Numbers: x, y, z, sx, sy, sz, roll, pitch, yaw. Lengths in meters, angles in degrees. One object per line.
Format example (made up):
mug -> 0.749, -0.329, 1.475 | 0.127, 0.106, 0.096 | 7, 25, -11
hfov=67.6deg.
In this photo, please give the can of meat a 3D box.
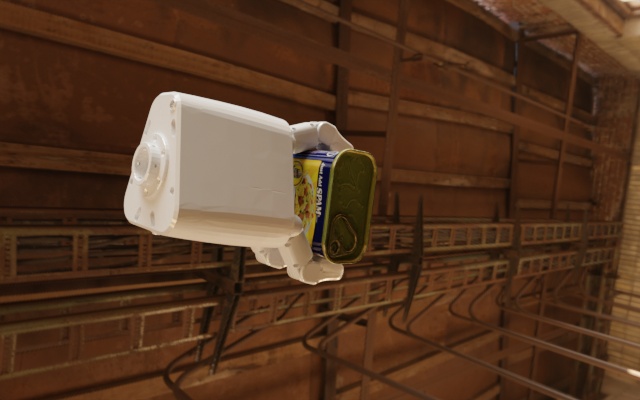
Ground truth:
can of meat -> 0.000, 0.001, 0.453 | 0.057, 0.102, 0.084 | 4, 4, -44
